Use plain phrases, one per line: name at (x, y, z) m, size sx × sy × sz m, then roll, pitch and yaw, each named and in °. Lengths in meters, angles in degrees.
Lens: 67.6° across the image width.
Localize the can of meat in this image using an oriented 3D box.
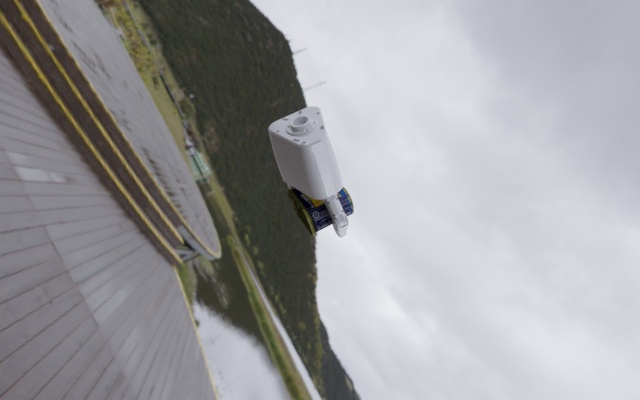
can of meat at (0.000, 0.003, 0.832) m, size 0.084 × 0.057 × 0.102 m, roll -26°, pitch 38°, yaw -11°
